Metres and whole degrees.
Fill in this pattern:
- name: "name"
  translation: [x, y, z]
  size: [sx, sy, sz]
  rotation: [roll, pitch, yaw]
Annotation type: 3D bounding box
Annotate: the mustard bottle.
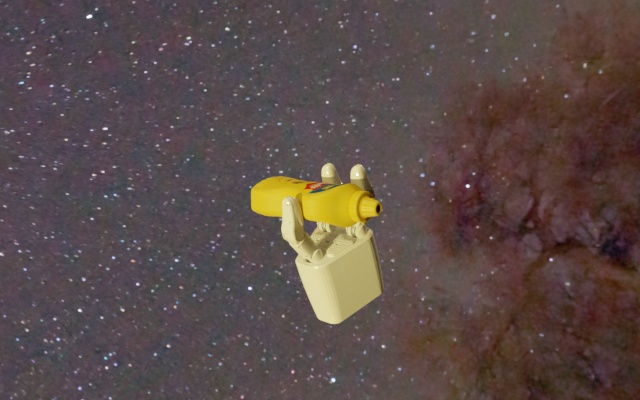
- name: "mustard bottle"
  translation: [0.000, 0.002, 0.655]
  size: [0.191, 0.058, 0.096]
  rotation: [7, 10, 40]
